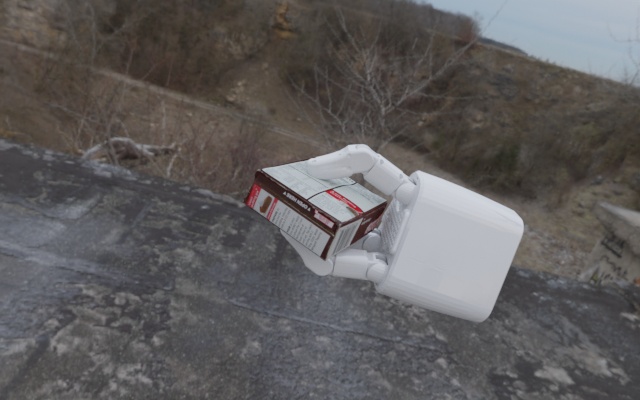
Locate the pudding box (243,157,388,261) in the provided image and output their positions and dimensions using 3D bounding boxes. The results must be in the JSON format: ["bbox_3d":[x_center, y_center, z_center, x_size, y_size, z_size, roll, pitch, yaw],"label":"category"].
[{"bbox_3d":[0.000,0.001,0.432,0.090,0.039,0.113,33,21,18],"label":"pudding box"}]
